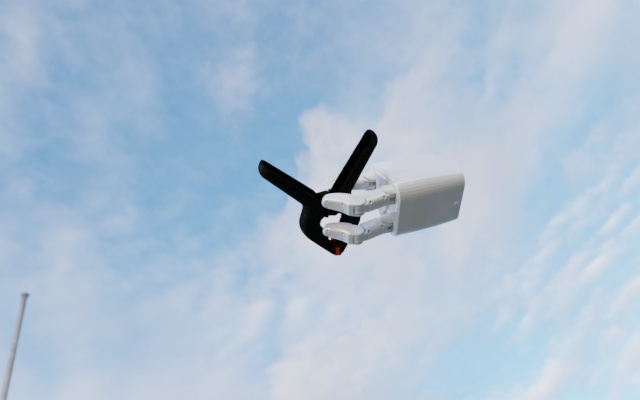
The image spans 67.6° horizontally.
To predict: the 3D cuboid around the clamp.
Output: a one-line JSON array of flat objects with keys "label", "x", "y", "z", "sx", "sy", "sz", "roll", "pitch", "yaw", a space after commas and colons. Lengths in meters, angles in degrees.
[{"label": "clamp", "x": 0.000, "y": 0.002, "z": 0.689, "sx": 0.164, "sy": 0.210, "sz": 0.036, "roll": -11, "pitch": 40, "yaw": -10}]
